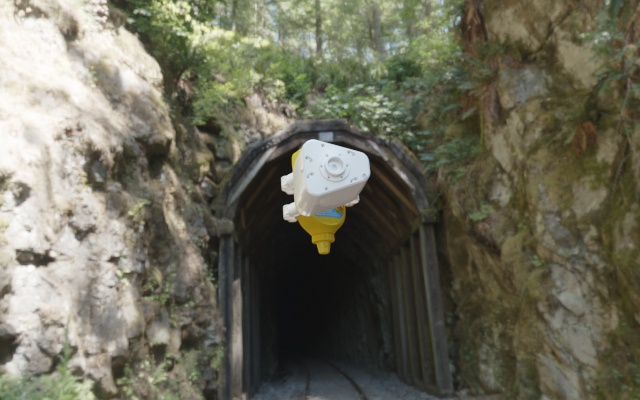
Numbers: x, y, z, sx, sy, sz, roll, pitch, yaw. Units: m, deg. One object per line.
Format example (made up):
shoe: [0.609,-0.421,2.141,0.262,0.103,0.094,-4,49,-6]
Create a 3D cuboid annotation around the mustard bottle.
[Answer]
mustard bottle: [0.000,0.003,0.881,0.096,0.191,0.058,6,-20,-34]
